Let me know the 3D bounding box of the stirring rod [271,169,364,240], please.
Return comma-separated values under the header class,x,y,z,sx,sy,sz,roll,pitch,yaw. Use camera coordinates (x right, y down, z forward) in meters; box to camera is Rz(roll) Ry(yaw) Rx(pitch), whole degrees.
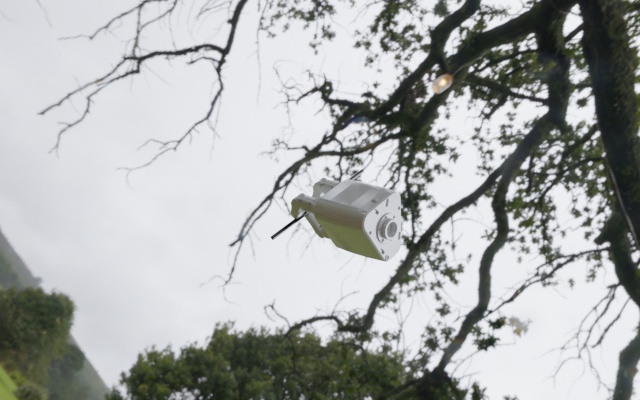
class,x,y,z,sx,sy,sz,roll,pitch,yaw
stirring rod,0.000,0.003,0.872,0.239,0.011,0.011,-37,21,-32
